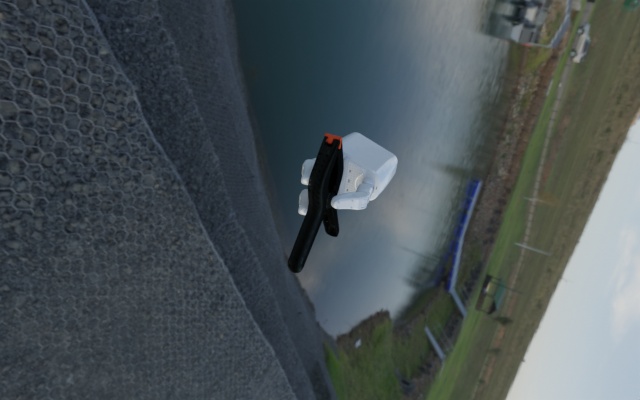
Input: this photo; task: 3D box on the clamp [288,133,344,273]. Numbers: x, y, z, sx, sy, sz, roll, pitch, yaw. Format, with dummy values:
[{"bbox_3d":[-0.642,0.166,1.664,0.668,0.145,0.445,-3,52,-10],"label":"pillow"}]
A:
[{"bbox_3d":[0.001,0.002,0.743,0.036,0.210,0.164,17,31,18],"label":"clamp"}]
